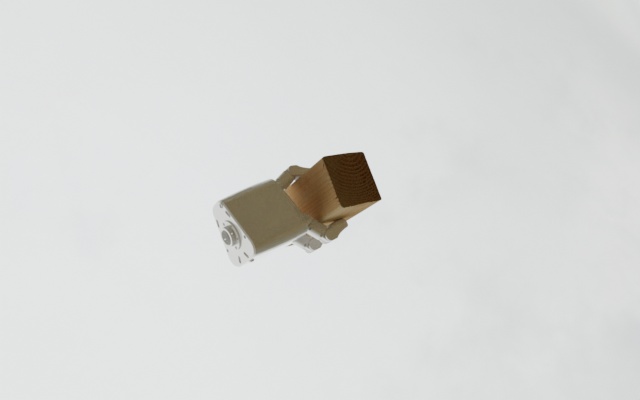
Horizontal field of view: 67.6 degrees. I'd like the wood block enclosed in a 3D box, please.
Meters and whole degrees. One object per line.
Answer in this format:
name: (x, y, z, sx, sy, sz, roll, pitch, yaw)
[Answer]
wood block: (0.000, 0.003, 0.839, 0.090, 0.091, 0.206, -11, -15, -36)
